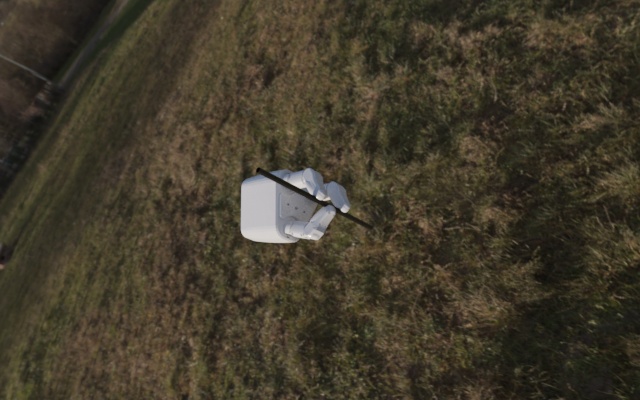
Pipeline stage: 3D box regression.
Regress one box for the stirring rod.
[{"bbox_3d":[0.000,0.002,0.706,0.239,0.011,0.011,27,-18,-39],"label":"stirring rod"}]
